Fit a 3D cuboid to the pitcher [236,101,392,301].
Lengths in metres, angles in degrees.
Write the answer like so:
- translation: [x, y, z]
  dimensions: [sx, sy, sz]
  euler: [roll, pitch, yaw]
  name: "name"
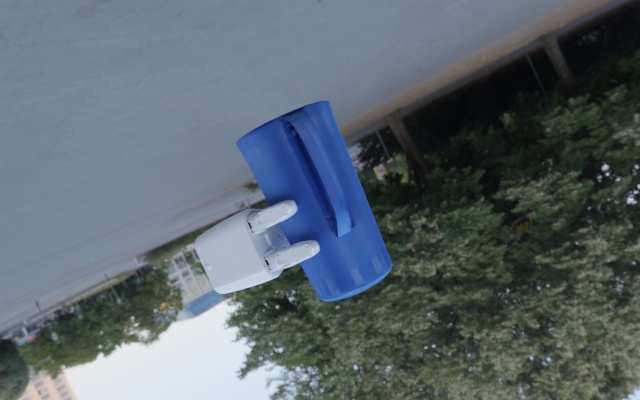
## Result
- translation: [0.000, 0.002, 0.618]
  dimensions: [0.145, 0.243, 0.149]
  euler: [-24, 2, 31]
  name: "pitcher"
